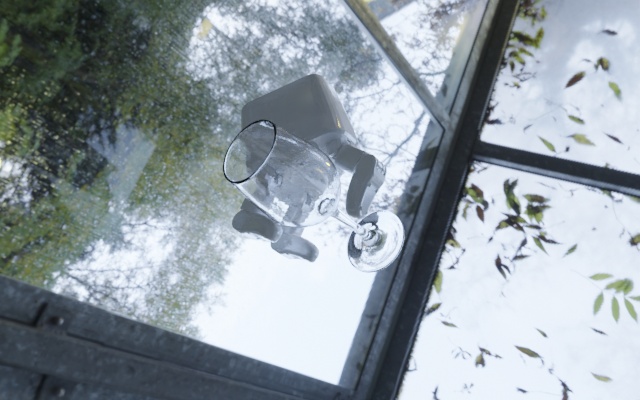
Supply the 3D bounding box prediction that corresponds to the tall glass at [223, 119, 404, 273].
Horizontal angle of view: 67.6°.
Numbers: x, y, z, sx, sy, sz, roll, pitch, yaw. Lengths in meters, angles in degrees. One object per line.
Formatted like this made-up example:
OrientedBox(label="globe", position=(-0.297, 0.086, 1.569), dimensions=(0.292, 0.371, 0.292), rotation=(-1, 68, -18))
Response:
OrientedBox(label="tall glass", position=(0.001, 0.002, 0.463), dimensions=(0.079, 0.079, 0.201), rotation=(0, -26, 42))
